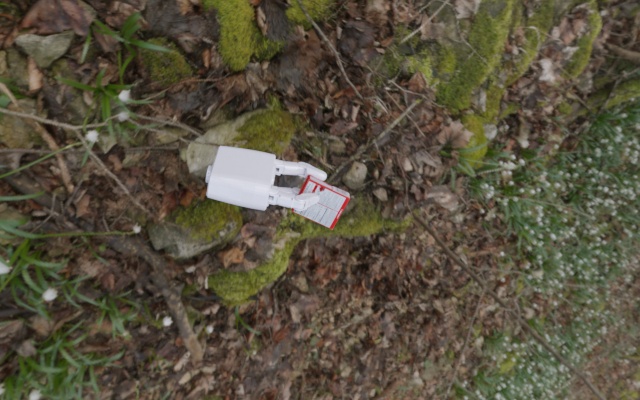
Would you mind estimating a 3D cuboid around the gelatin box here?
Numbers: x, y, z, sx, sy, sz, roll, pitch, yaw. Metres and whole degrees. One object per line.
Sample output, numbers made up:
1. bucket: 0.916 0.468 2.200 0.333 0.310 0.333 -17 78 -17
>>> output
1. gelatin box: 0.000 0.003 0.896 0.089 0.073 0.030 25 20 -9
